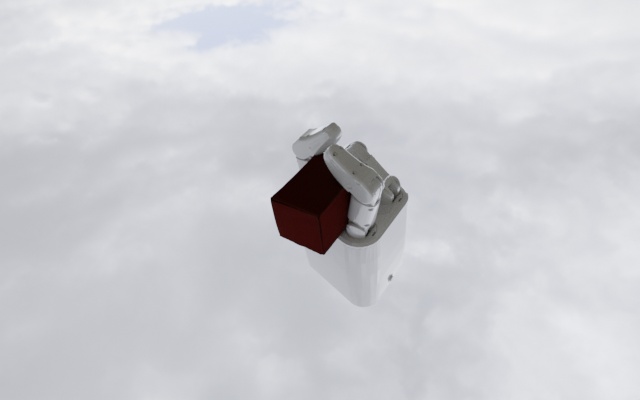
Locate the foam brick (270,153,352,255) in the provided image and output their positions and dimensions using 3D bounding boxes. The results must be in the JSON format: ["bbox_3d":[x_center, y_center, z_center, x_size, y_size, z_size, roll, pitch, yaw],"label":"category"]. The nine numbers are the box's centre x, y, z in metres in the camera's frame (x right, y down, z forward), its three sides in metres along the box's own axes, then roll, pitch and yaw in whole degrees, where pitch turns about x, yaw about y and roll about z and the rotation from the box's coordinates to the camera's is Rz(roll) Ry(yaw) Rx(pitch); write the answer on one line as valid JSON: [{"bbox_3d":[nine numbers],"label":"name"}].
[{"bbox_3d":[0.000,0.002,0.443,0.053,0.051,0.078,22,49,27],"label":"foam brick"}]
